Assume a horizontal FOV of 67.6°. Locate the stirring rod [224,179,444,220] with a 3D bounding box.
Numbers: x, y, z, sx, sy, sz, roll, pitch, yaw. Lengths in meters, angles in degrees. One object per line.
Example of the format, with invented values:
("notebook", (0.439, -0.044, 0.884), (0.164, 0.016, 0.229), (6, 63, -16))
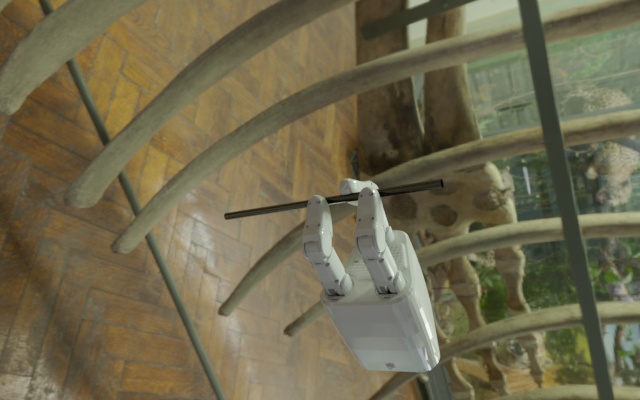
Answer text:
("stirring rod", (0.000, 0.002, 0.466), (0.239, 0.011, 0.011), (-9, -4, 30))
